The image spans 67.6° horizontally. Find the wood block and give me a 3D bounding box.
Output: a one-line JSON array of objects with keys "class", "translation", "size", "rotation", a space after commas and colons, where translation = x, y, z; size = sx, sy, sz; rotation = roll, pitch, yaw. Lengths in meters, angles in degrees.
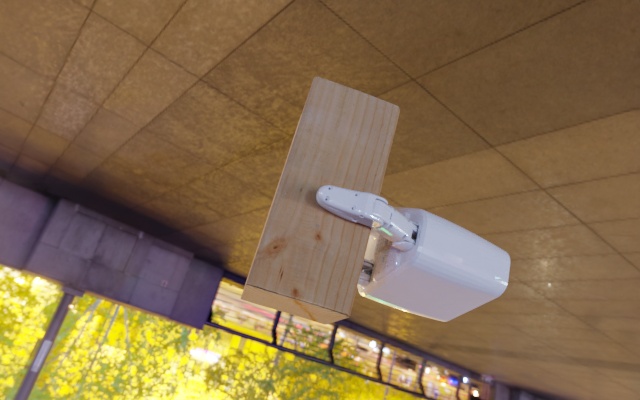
[{"class": "wood block", "translation": [0.000, 0.002, 0.456], "size": [0.090, 0.206, 0.091], "rotation": [19, -21, -7]}]
